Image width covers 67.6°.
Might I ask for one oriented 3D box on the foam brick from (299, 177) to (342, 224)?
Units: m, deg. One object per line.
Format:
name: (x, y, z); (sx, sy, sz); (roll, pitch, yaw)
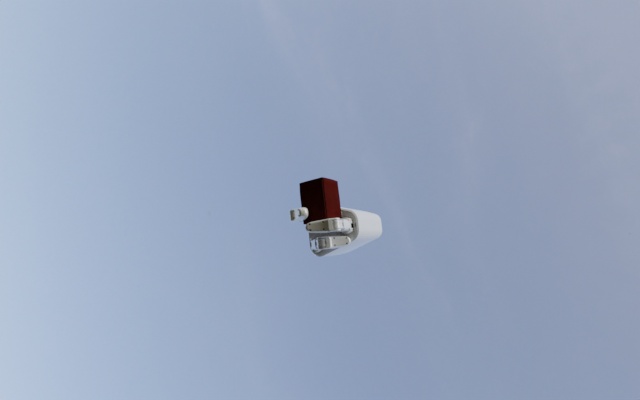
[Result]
foam brick: (0.000, 0.003, 0.858); (0.053, 0.078, 0.051); (-11, -9, 33)
